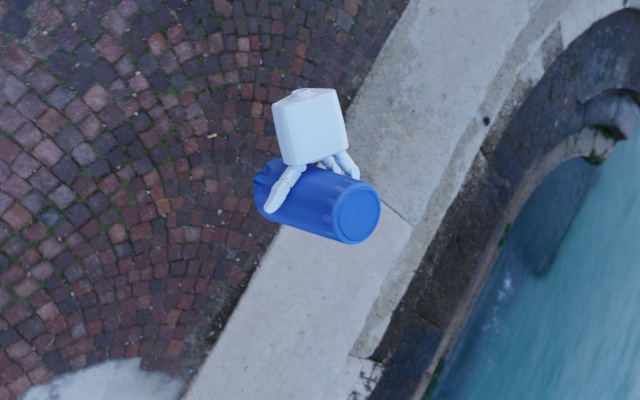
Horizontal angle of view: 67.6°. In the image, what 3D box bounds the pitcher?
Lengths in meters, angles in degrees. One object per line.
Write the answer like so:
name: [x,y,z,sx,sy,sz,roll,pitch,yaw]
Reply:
pitcher: [0.000,0.003,0.882,0.149,0.145,0.243,-28,28,-30]
